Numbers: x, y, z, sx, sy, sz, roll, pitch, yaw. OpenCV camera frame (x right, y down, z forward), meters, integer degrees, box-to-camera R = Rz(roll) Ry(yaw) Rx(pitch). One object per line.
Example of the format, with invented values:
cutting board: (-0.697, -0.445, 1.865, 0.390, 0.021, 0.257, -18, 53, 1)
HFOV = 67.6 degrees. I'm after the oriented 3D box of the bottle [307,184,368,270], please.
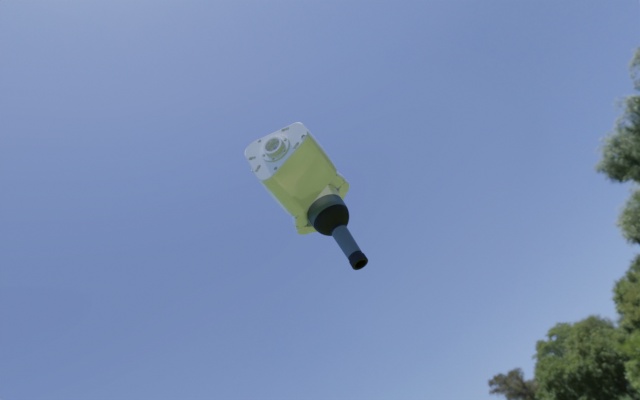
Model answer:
bottle: (0.000, 0.003, 0.825, 0.069, 0.069, 0.295, 0, 40, -33)
